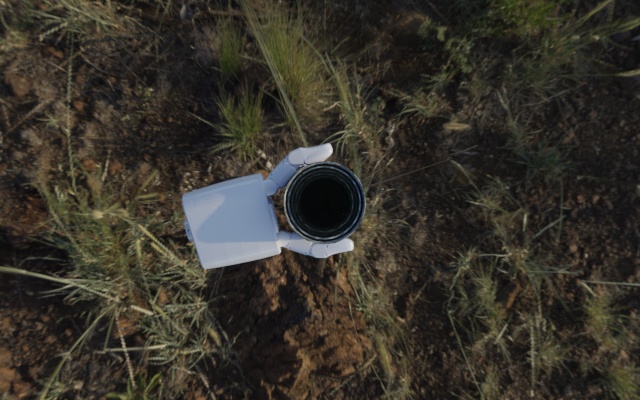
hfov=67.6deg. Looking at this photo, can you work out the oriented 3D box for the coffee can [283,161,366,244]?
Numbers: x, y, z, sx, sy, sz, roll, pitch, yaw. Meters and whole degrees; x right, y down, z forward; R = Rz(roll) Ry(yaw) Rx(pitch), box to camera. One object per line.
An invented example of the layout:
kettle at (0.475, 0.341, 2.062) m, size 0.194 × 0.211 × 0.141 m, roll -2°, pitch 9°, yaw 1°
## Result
coffee can at (0.000, 0.002, 0.654) m, size 0.103 × 0.103 × 0.140 m, roll 0°, pitch 1°, yaw -4°
